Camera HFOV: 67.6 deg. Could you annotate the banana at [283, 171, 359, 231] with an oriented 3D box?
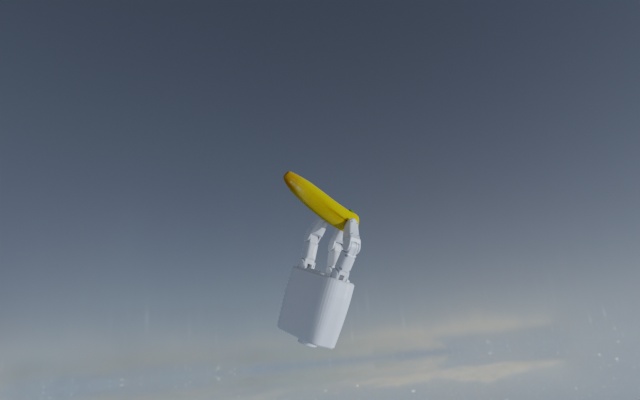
[{"bbox_3d":[0.013,0.013,0.782,0.069,0.037,0.198,41,5,41],"label":"banana"}]
